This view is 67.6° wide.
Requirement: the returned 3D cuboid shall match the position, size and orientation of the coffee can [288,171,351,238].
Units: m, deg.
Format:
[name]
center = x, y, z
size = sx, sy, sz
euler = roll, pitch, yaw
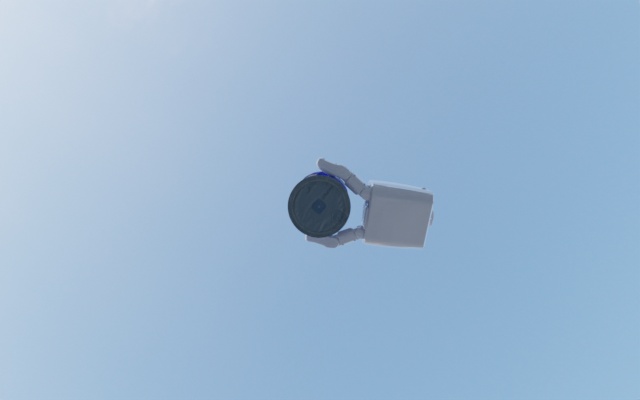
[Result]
[coffee can]
center = 0.000, 0.003, 0.840
size = 0.103, 0.103, 0.140
euler = 0, 6, 2
